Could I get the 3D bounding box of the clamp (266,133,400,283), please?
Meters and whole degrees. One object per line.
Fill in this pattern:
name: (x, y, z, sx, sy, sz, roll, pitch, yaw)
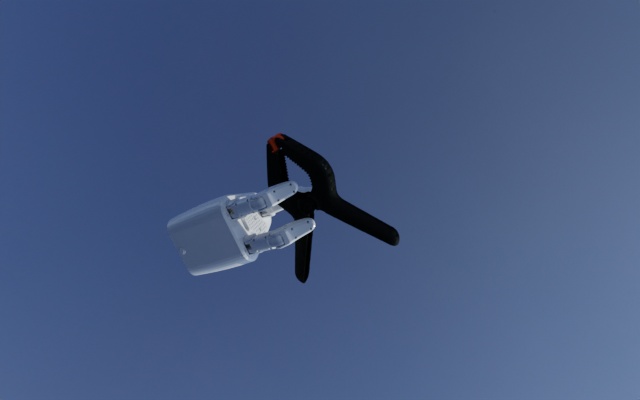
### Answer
clamp: (0.000, 0.001, 0.639, 0.164, 0.210, 0.036, -19, 13, 23)
